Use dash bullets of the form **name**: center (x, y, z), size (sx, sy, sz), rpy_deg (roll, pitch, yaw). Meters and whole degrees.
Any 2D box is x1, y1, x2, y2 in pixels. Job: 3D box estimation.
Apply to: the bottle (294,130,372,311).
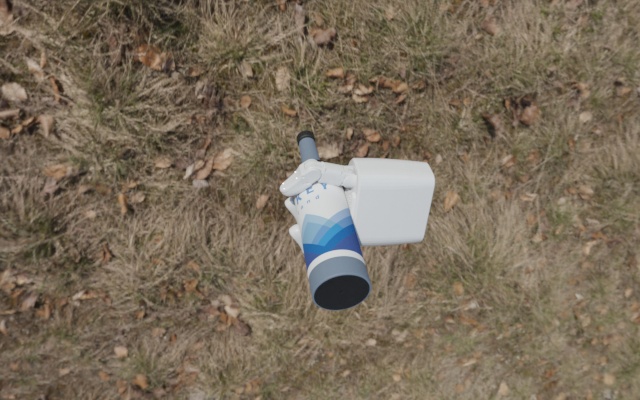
- **bottle**: center (0.000, 0.002, 0.625), size (0.069, 0.069, 0.295), rpy_deg (0, 42, -12)
